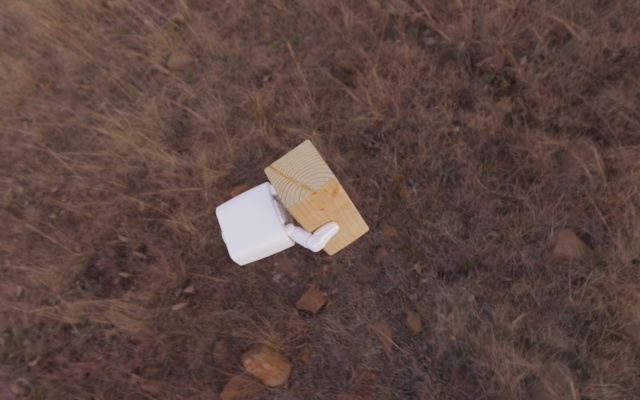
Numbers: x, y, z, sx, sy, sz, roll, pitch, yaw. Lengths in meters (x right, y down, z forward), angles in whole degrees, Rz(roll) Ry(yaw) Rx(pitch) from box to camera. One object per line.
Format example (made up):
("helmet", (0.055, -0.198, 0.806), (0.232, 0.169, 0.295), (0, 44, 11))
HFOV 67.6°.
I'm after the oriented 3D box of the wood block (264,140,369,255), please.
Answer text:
("wood block", (0.000, 0.003, 0.817), (0.090, 0.090, 0.206), (-34, -33, 3))
